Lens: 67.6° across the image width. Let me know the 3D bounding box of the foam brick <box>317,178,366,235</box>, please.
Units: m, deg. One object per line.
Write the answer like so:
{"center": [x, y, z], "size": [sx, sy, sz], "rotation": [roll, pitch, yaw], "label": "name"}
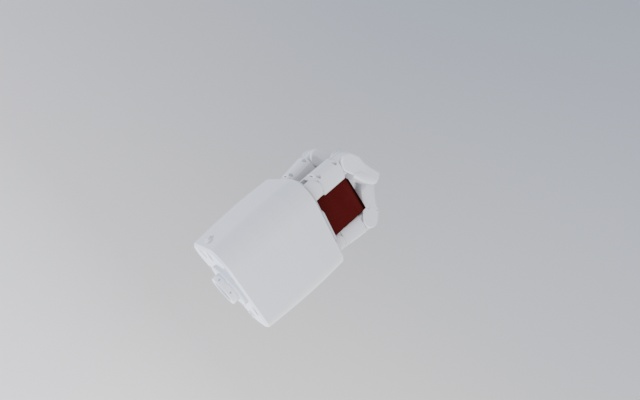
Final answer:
{"center": [0.000, 0.002, 0.527], "size": [0.051, 0.053, 0.078], "rotation": [-41, 19, -21], "label": "foam brick"}
